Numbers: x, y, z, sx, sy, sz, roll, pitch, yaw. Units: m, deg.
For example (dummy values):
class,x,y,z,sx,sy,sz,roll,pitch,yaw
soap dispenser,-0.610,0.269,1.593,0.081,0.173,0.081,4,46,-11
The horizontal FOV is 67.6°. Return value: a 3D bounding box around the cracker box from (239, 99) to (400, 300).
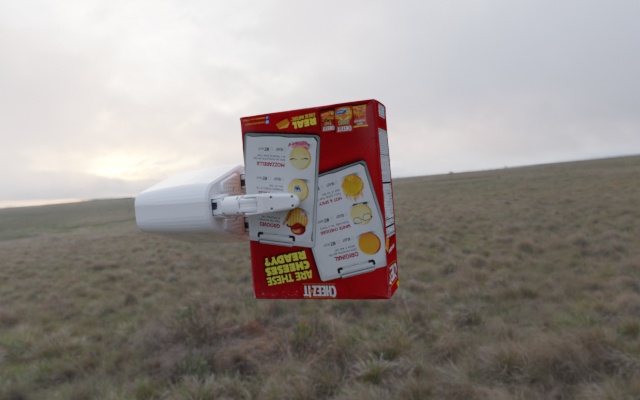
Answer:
class,x,y,z,sx,sy,sz,roll,pitch,yaw
cracker box,0.000,0.002,0.554,0.164,0.213,0.072,-4,2,21
